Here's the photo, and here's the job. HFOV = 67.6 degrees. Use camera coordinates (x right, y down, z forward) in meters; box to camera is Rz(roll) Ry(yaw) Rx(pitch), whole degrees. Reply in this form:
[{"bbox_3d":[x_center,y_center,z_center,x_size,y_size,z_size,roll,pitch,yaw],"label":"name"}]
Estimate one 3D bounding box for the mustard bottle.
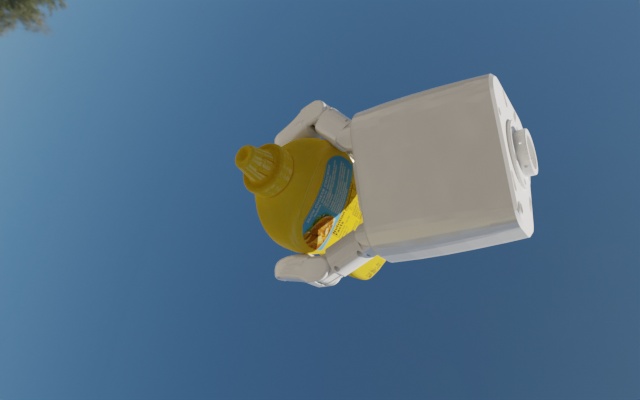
[{"bbox_3d":[0.000,0.001,0.411,0.058,0.096,0.192,16,-10,40],"label":"mustard bottle"}]
